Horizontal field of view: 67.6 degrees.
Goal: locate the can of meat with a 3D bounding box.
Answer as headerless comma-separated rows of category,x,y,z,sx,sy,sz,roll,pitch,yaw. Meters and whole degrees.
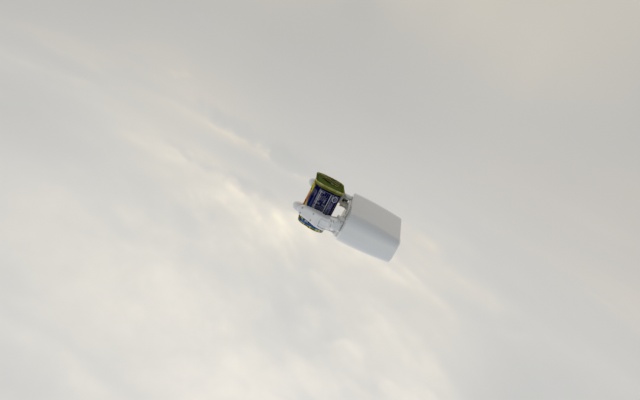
can of meat,0.000,0.003,0.870,0.057,0.084,0.102,26,13,-5
